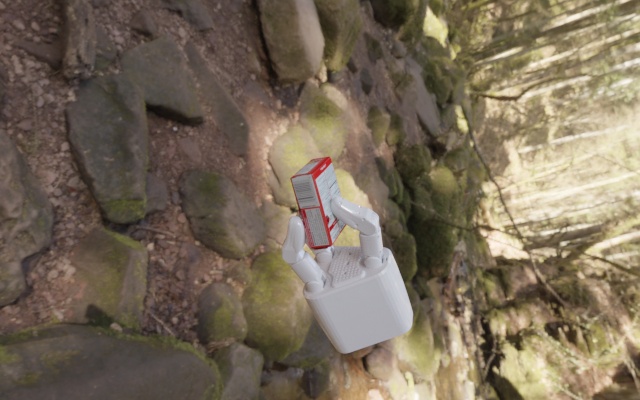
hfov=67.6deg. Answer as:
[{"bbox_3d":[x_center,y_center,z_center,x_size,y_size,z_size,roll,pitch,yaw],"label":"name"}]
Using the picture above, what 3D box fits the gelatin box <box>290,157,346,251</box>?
[{"bbox_3d":[0.000,0.001,0.551,0.030,0.089,0.073,-9,17,21],"label":"gelatin box"}]
